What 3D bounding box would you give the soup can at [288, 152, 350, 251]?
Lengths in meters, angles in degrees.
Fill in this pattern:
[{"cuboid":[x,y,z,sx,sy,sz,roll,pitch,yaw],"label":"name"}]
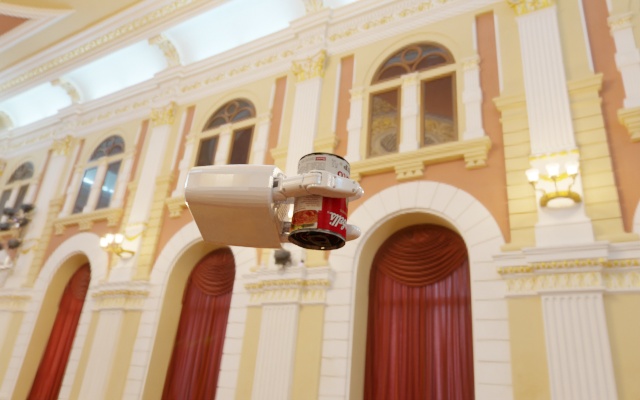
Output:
[{"cuboid":[0.001,0.002,0.575,0.068,0.102,0.068,5,-24,2],"label":"soup can"}]
